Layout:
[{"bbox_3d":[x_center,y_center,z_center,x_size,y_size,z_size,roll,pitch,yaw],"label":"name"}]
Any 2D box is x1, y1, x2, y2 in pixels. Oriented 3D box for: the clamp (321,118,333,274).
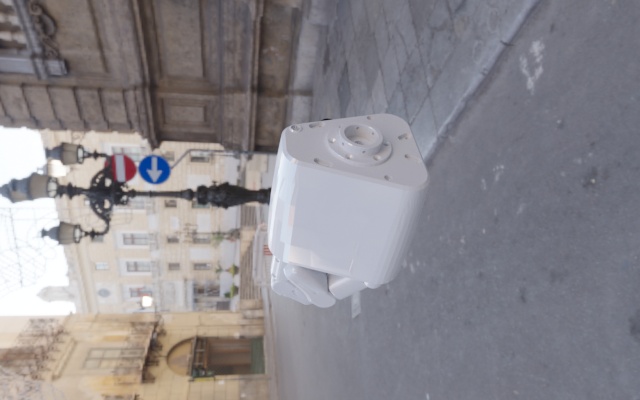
[{"bbox_3d":[-0.001,0.002,0.488,0.039,0.120,0.171,2,44,-10],"label":"clamp"}]
